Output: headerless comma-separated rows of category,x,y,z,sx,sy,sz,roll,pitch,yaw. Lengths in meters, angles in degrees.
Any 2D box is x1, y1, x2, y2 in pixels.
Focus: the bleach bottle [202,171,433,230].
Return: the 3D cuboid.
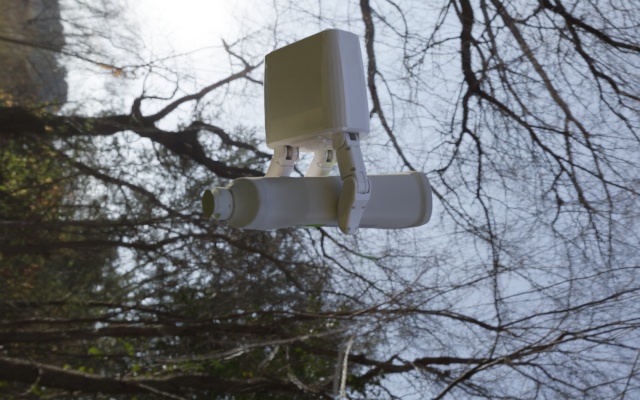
bleach bottle,0.000,0.002,0.516,0.251,0.068,0.102,0,-7,-36
